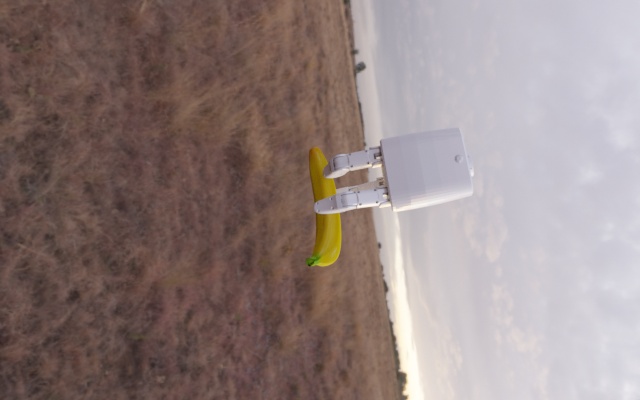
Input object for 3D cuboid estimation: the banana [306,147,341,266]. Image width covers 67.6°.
[{"bbox_3d":[0.006,0.015,0.680,0.037,0.197,0.070,-11,-36,13],"label":"banana"}]
